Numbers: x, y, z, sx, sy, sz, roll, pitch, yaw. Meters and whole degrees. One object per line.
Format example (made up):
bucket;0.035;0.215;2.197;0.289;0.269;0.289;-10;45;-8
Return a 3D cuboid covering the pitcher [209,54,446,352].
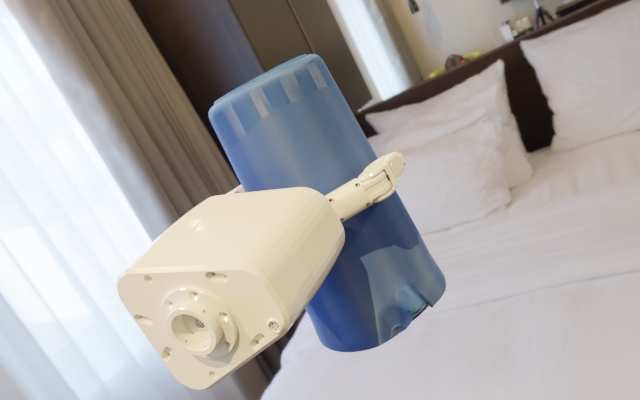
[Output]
pitcher;0.000;0.001;0.439;0.149;0.243;0.145;-21;15;27
